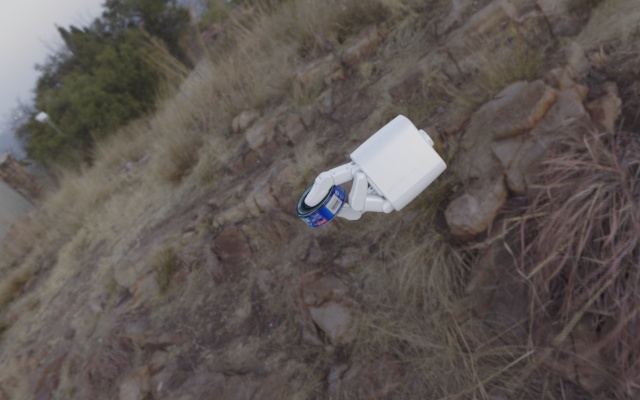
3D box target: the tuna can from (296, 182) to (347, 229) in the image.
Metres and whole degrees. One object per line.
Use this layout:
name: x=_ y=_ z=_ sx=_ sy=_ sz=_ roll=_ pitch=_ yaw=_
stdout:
tuna can: x=0.000 y=0.002 z=0.795 sx=0.034 sy=0.086 sz=0.086 roll=43 pitch=-23 yaw=-27
